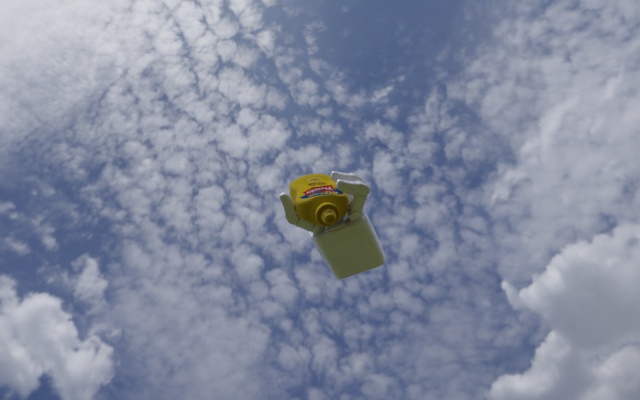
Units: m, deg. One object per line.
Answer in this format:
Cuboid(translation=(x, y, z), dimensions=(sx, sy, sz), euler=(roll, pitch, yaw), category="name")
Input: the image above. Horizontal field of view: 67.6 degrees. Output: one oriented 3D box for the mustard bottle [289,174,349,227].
Cuboid(translation=(0.000, 0.002, 0.874), dimensions=(0.096, 0.058, 0.191), euler=(-5, 19, -9), category="mustard bottle")
